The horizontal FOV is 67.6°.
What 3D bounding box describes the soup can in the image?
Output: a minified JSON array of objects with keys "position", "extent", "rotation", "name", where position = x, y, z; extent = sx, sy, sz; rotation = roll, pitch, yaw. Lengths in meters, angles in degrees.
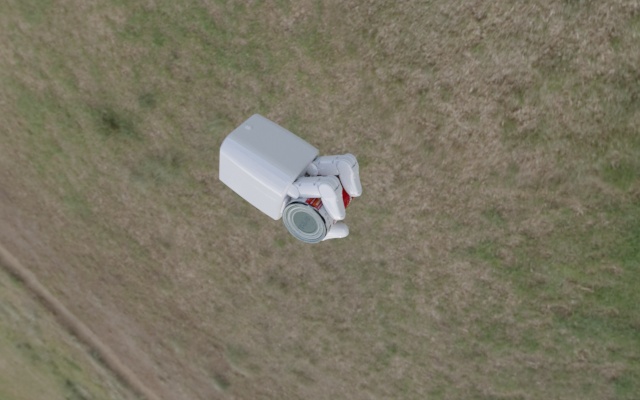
[{"position":[0.000,0.003,0.658],"extent":[0.068,0.068,0.102],"rotation":[0,34,32],"name":"soup can"}]
